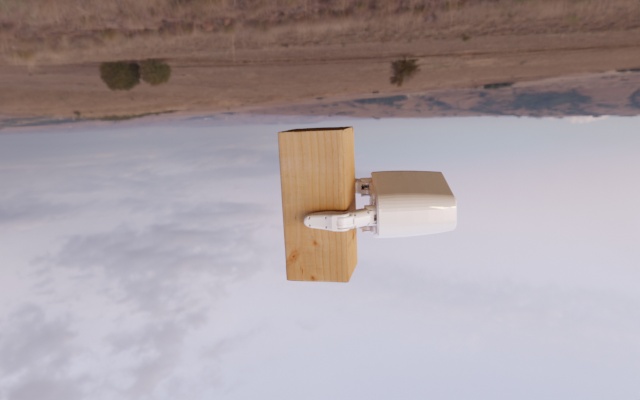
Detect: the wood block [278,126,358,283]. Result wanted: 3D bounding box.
[{"bbox_3d":[0.000,0.002,0.676,0.090,0.206,0.091,0,11,13],"label":"wood block"}]
